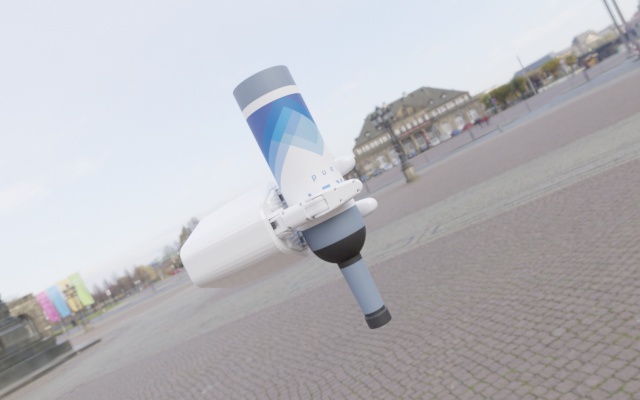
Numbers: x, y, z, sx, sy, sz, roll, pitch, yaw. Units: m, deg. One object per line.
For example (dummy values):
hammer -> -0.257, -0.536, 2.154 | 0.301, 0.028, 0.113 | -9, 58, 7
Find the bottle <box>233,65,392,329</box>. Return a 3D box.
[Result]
bottle -> 0.000, 0.001, 0.518 | 0.069, 0.295, 0.069 | -26, 0, 0
